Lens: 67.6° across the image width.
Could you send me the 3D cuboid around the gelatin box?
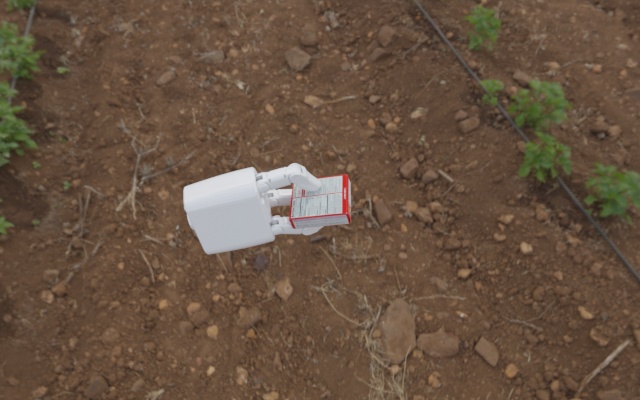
[{"bbox_3d":[0.000,0.002,0.711,0.089,0.073,0.030,-7,-38,12],"label":"gelatin box"}]
